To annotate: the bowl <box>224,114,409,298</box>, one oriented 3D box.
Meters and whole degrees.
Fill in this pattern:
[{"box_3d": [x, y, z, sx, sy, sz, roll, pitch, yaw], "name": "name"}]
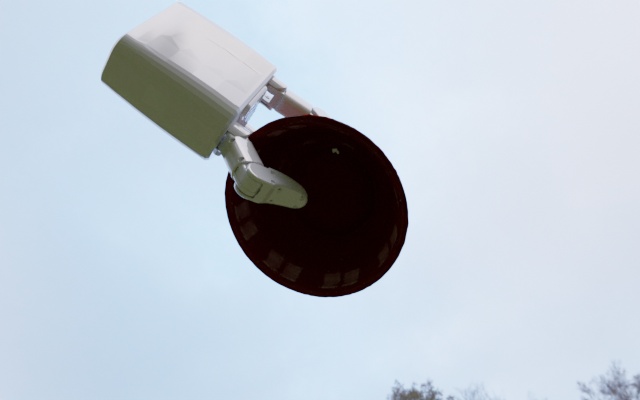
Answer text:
[{"box_3d": [0.001, 0.002, 0.420, 0.162, 0.162, 0.055, 0, 19, 20], "name": "bowl"}]
